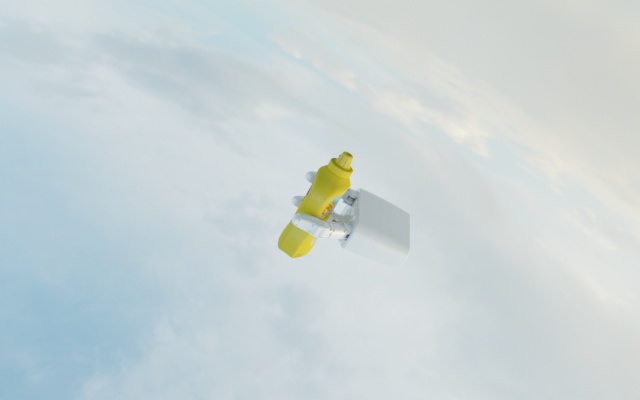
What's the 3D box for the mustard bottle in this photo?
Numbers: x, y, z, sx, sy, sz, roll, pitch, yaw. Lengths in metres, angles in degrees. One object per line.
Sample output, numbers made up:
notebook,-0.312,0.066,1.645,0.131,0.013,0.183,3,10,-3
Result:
mustard bottle,0.000,0.003,0.782,0.058,0.192,0.096,36,27,9
